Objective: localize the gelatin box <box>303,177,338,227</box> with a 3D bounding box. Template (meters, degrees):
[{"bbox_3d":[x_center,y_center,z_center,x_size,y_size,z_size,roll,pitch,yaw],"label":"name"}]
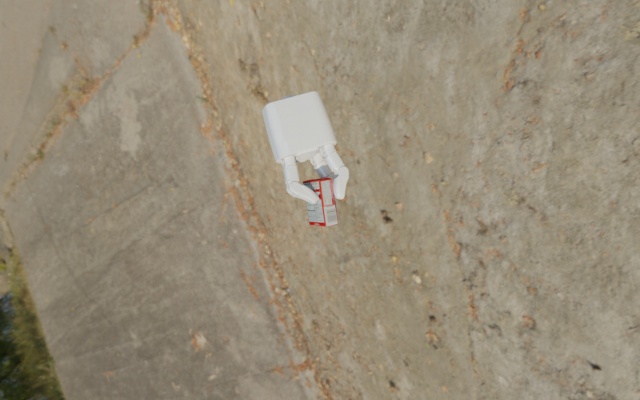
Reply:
[{"bbox_3d":[0.000,0.003,0.899,0.030,0.089,0.073,-10,4,-26],"label":"gelatin box"}]
